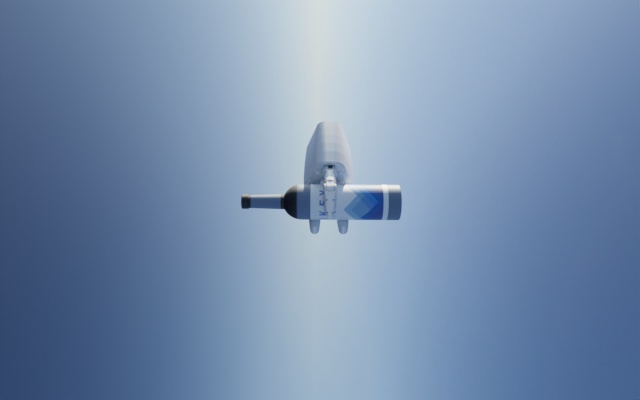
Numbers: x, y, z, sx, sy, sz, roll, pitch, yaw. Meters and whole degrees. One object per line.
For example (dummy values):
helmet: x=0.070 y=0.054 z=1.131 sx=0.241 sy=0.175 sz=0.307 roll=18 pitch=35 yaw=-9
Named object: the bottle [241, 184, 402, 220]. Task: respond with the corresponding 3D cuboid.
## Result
bottle: x=0.000 y=0.003 z=0.896 sx=0.296 sy=0.069 sz=0.069 roll=0 pitch=0 yaw=0
